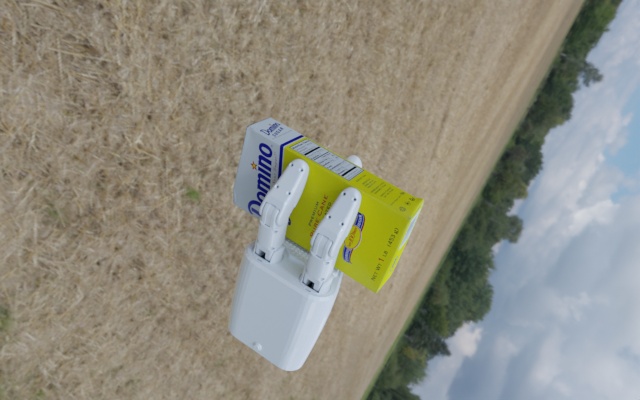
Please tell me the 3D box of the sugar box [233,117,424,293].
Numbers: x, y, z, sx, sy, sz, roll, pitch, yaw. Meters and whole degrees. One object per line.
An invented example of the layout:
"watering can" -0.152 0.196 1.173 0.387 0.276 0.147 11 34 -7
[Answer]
"sugar box" 0.000 0.002 0.454 0.176 0.093 0.048 28 34 16
